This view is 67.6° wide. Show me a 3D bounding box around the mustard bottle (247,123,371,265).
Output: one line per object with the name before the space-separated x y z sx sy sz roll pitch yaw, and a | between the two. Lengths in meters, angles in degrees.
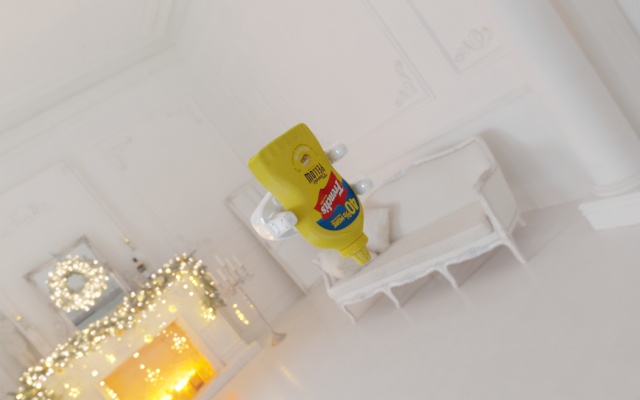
mustard bottle | 0.000 0.002 0.600 0.058 0.191 0.096 -30 9 49
